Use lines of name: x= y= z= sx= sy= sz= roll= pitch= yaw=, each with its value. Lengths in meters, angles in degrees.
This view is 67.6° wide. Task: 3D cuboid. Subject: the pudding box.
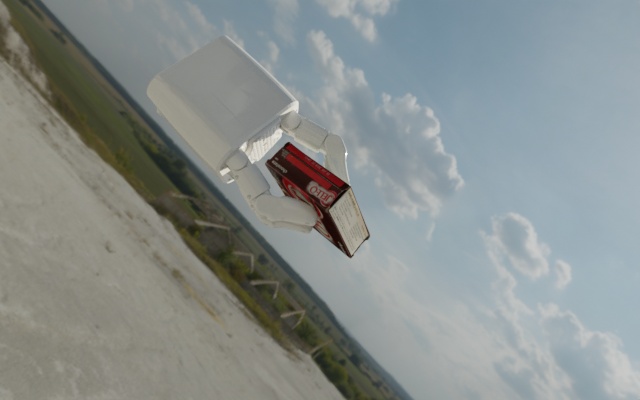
pudding box: x=0.000 y=0.001 z=0.492 sx=0.090 sy=0.039 sz=0.113 roll=39 pitch=-11 yaw=31
